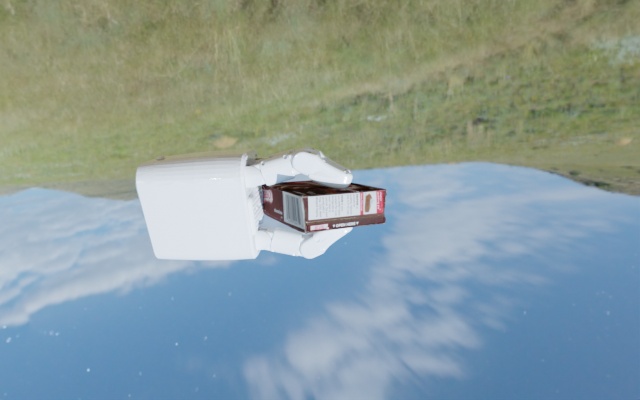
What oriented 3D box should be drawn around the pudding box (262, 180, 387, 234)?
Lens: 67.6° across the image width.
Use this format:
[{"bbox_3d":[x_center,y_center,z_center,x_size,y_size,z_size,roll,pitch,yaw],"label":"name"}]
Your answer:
[{"bbox_3d":[0.000,0.002,0.488,0.090,0.039,0.113,-6,12,-25],"label":"pudding box"}]
